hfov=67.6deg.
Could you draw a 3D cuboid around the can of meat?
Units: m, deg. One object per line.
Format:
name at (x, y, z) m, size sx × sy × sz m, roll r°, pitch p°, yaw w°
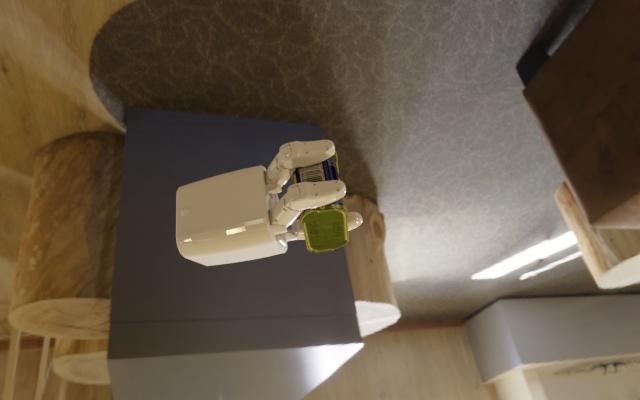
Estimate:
can of meat at (0.000, 0.002, 0.561) m, size 0.057 × 0.084 × 0.102 m, roll -10°, pitch -33°, yaw 0°
